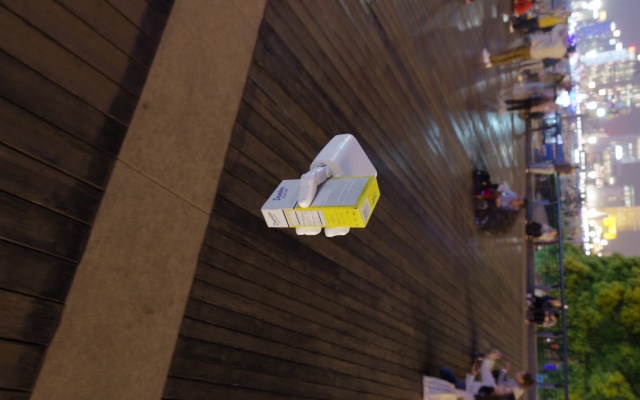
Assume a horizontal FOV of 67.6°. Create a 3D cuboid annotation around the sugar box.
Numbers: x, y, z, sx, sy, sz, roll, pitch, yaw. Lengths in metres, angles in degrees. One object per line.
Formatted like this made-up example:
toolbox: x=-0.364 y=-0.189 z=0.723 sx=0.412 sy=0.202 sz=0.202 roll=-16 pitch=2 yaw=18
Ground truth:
sugar box: x=0.000 y=0.003 z=0.792 sx=0.176 sy=0.048 sz=0.093 roll=-3 pitch=33 yaw=28
